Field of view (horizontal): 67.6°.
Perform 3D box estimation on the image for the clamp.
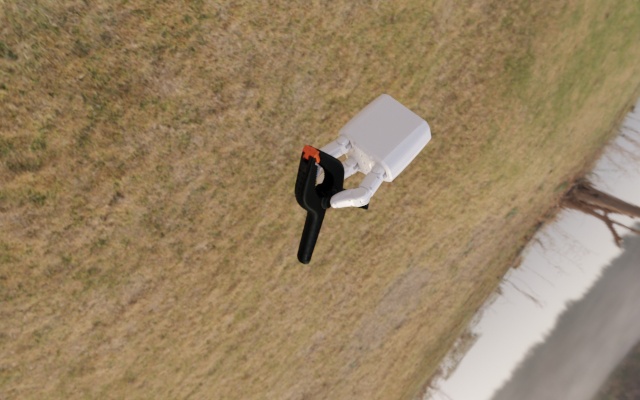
[{"bbox_3d":[0.001,0.002,0.759,0.036,0.164,0.210,32,-20,35],"label":"clamp"}]
